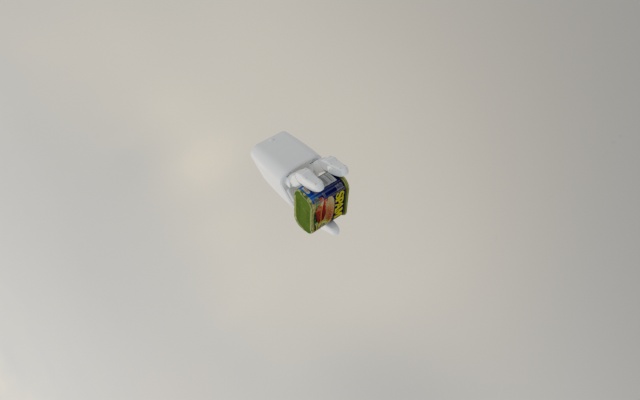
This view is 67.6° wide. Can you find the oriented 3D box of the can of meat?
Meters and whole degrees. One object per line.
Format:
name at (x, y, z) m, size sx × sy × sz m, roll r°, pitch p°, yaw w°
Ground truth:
can of meat at (0.000, 0.003, 0.857) m, size 0.084 × 0.102 × 0.057 m, roll -31°, pitch 57°, yaw -25°
